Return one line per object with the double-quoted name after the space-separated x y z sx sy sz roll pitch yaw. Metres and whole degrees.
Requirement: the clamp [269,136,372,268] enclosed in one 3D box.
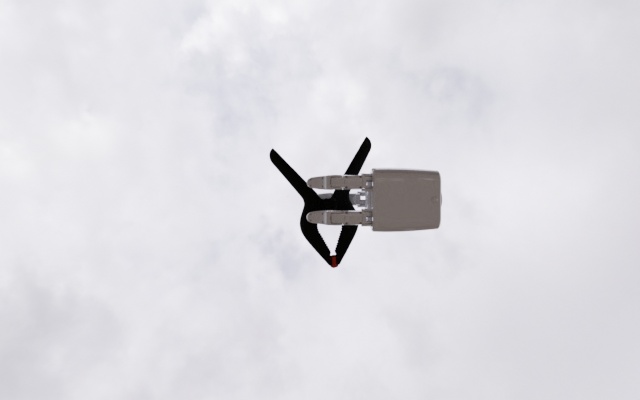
0.000 0.003 0.770 0.164 0.210 0.036 0 1 2 "clamp"
